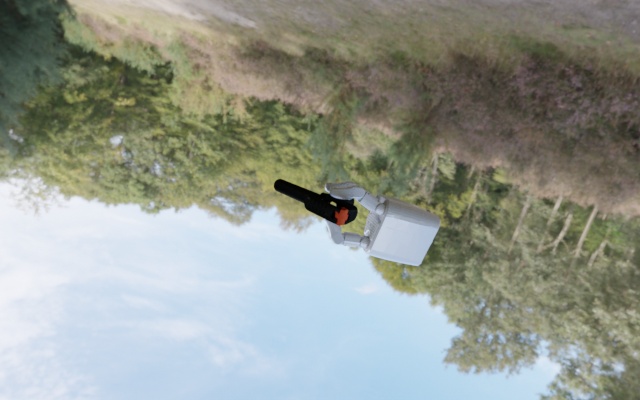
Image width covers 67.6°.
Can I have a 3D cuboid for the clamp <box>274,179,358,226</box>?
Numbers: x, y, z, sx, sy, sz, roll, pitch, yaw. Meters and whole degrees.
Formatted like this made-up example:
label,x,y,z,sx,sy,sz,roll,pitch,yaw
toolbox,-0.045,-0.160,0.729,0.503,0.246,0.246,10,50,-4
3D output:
label,x,y,z,sx,sy,sz,roll,pitch,yaw
clamp,0.000,0.004,0.848,0.164,0.036,0.210,13,9,-10
